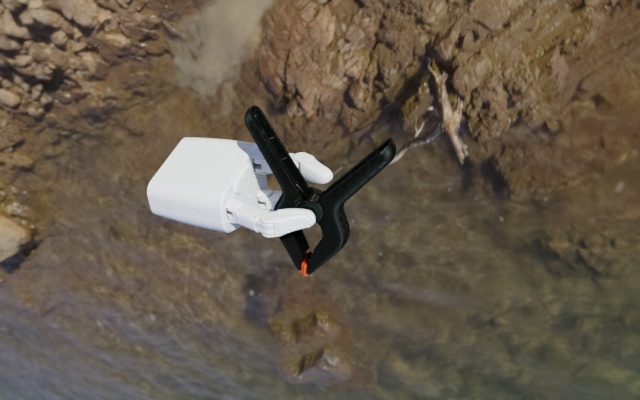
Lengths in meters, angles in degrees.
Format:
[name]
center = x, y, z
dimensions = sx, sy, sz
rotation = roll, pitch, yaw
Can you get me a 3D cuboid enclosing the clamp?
[clamp]
center = 0.000, 0.003, 0.536
dimensions = 0.164, 0.210, 0.036
rotation = 11, 35, 20
